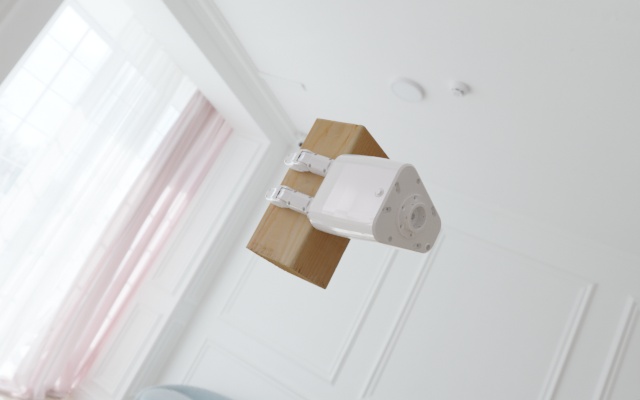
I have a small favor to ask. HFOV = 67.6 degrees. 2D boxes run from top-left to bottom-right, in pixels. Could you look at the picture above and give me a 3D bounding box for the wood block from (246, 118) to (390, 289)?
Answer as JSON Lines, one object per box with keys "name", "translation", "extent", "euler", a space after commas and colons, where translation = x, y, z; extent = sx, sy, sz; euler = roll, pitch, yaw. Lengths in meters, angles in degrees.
{"name": "wood block", "translation": [0.001, 0.002, 0.654], "extent": [0.090, 0.206, 0.091], "euler": [17, -17, 40]}
